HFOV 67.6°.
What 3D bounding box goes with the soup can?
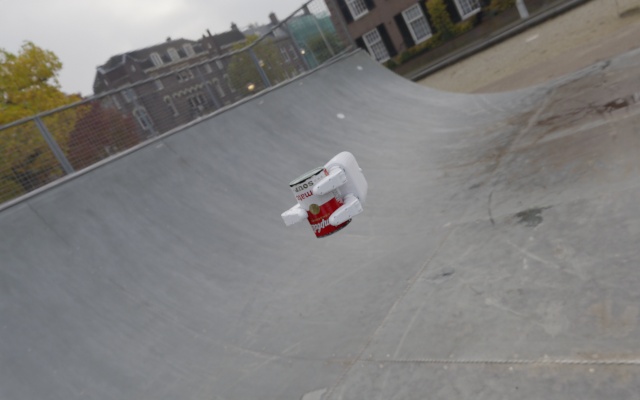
[{"bbox_3d":[0.000,0.003,0.798,0.068,0.102,0.068,-27,10,5],"label":"soup can"}]
